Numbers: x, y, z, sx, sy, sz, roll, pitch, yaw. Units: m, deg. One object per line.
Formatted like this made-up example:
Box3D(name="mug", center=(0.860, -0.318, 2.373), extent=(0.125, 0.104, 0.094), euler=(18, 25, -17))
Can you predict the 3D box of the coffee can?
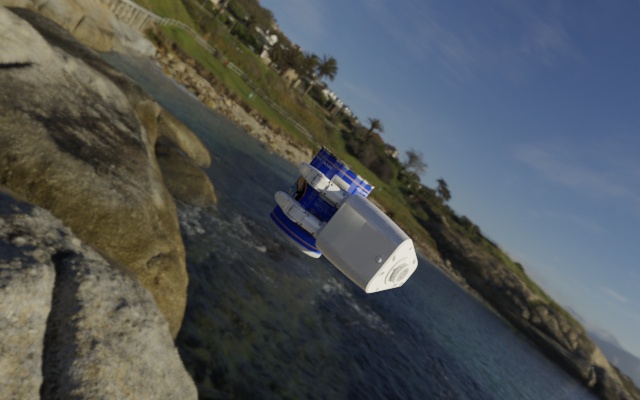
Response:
Box3D(name="coffee can", center=(0.000, 0.002, 0.739), extent=(0.103, 0.140, 0.103), euler=(38, 6, -4))
